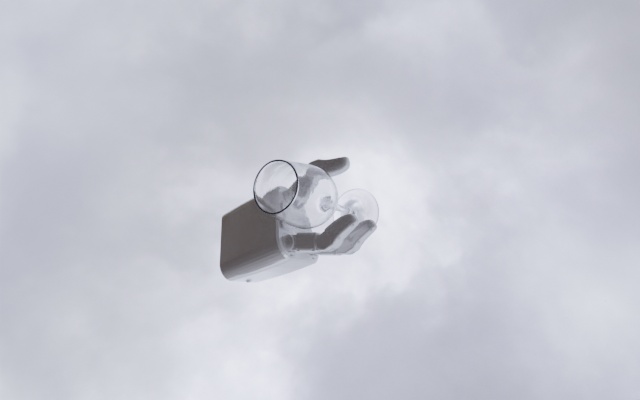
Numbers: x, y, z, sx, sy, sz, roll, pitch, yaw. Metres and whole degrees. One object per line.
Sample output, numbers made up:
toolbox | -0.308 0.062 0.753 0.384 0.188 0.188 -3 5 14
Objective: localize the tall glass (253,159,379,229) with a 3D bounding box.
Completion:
tall glass | 0.001 0.002 0.609 0.079 0.079 0.201 0 -10 31
